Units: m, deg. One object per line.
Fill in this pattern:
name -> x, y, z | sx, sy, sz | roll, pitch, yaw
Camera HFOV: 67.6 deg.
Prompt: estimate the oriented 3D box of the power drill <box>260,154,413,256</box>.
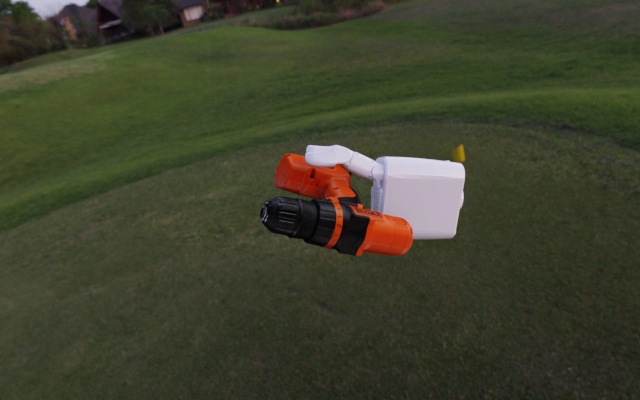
power drill -> 0.000, 0.002, 0.591 | 0.184, 0.057, 0.187 | 14, 21, -25
